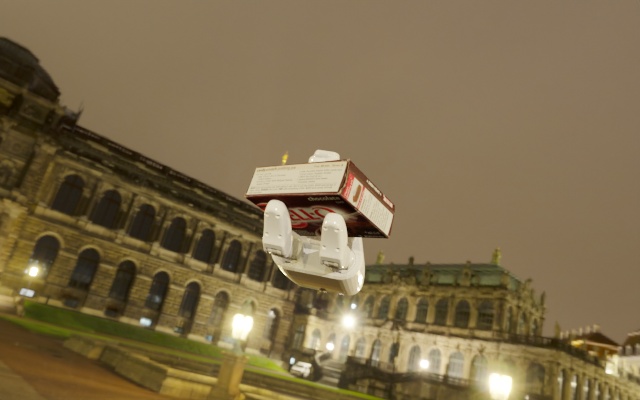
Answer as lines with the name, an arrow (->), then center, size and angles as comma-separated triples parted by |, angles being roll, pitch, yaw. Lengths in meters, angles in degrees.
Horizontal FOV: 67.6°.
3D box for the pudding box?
pudding box -> 0.000, 0.001, 0.448 | 0.113, 0.039, 0.090 | -4, -28, 37
